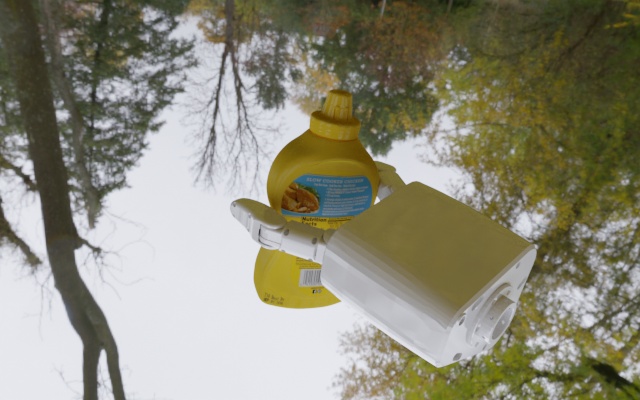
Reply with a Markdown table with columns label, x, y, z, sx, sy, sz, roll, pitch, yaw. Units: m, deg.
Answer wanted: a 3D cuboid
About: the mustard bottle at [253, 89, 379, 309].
| label | x | y | z | sx | sy | sz | roll | pitch | yaw |
| --- | --- | --- | --- | --- | --- | --- | --- | --- | --- |
| mustard bottle | 0.000 | 0.001 | 0.411 | 0.096 | 0.192 | 0.058 | 1 | 27 | -20 |
